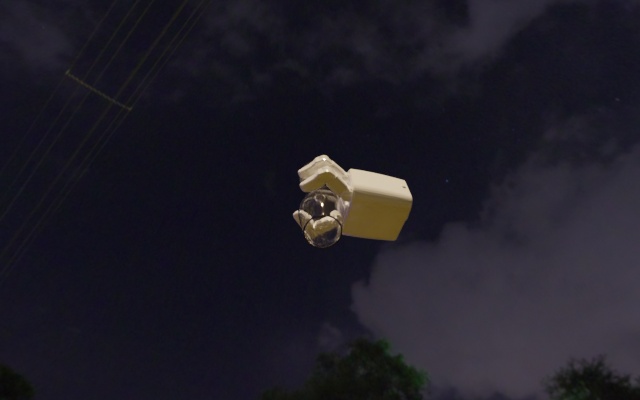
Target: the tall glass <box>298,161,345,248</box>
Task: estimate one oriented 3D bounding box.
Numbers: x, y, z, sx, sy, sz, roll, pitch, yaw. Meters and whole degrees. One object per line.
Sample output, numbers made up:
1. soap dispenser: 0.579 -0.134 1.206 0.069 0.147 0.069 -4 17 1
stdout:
1. tall glass: 0.000 0.002 0.835 0.079 0.079 0.201 0 28 -2
